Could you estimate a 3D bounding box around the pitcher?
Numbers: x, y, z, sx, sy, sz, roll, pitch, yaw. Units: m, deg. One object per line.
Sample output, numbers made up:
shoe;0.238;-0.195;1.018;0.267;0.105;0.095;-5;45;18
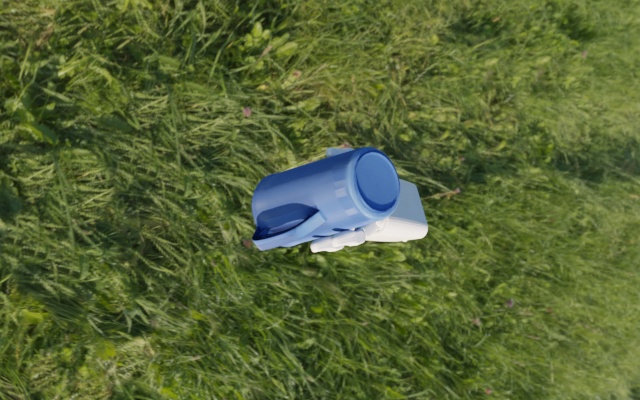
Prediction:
pitcher;0.000;0.002;0.760;0.145;0.149;0.243;11;-17;-37
